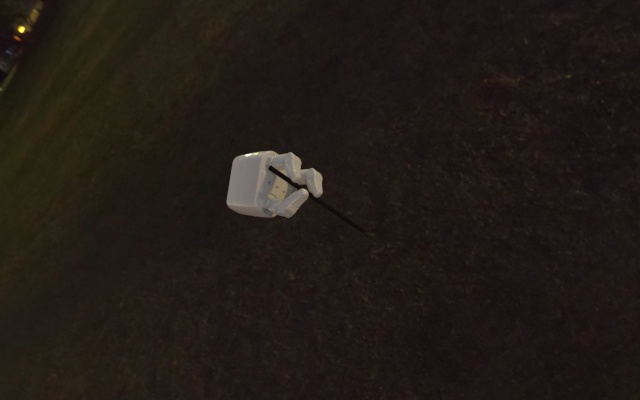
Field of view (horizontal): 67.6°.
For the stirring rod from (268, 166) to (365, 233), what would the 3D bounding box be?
[{"bbox_3d":[0.000,0.003,0.821,0.011,0.011,0.240,0,-27,47],"label":"stirring rod"}]
